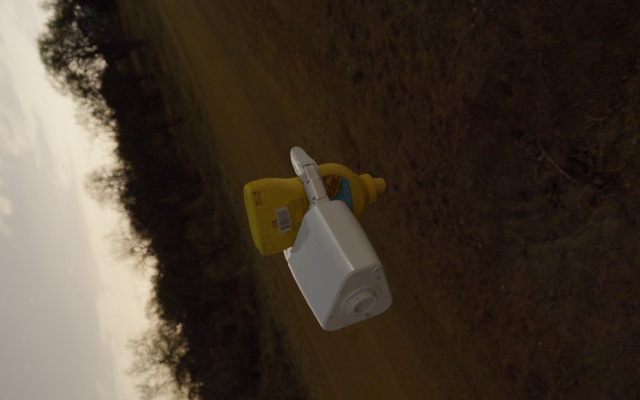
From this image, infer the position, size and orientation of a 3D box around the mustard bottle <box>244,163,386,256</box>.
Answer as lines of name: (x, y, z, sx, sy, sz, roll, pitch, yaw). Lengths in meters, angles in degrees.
mustard bottle: (0.000, 0.002, 0.635, 0.191, 0.096, 0.058, -15, 21, -17)
